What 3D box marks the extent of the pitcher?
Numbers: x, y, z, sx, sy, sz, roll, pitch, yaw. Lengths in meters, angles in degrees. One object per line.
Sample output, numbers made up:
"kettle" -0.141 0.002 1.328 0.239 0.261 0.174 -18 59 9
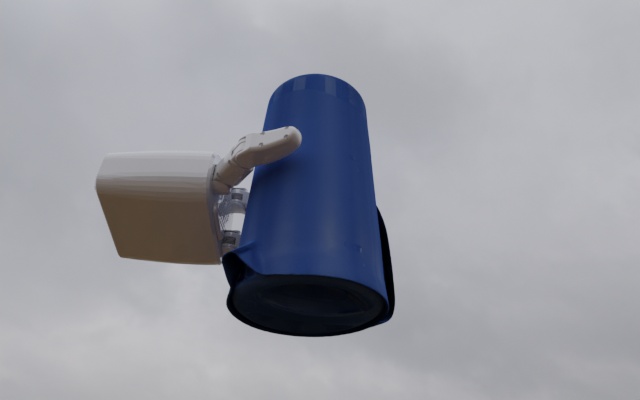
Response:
"pitcher" 0.000 0.001 0.463 0.145 0.242 0.149 0 -35 4
